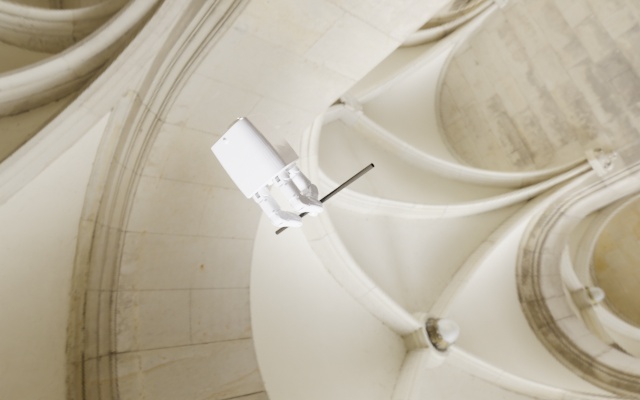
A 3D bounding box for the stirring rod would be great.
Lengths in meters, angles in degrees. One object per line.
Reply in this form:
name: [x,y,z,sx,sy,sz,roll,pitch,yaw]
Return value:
stirring rod: [0.000,0.002,0.797,0.011,0.011,0.239,0,-28,-48]
